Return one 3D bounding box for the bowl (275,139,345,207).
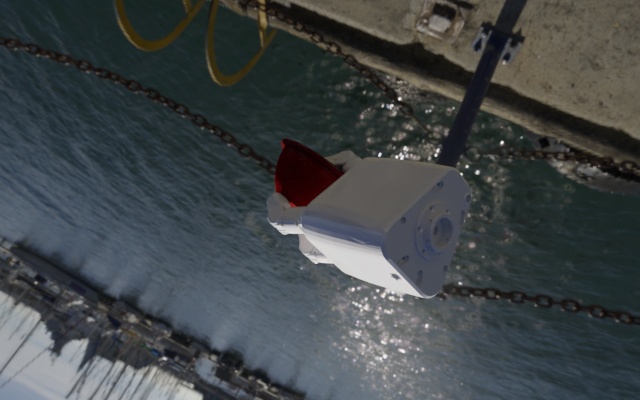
[{"bbox_3d":[-0.001,0.002,0.558,0.162,0.055,0.162,39,-8,7],"label":"bowl"}]
